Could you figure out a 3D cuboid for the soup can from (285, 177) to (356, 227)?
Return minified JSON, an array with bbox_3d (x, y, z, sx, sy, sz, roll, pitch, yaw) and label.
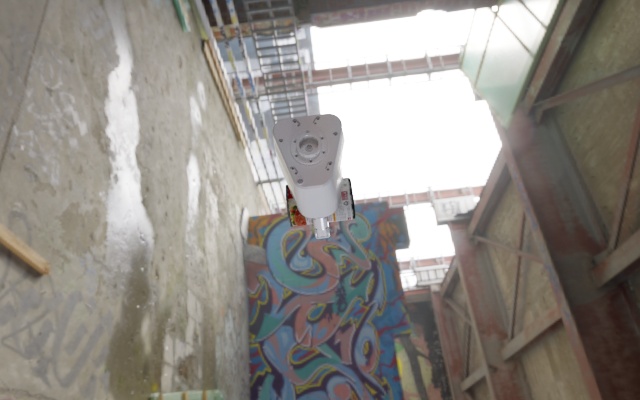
[{"bbox_3d":[0.000,0.003,0.748,0.102,0.068,0.068,-7,0,1],"label":"soup can"}]
